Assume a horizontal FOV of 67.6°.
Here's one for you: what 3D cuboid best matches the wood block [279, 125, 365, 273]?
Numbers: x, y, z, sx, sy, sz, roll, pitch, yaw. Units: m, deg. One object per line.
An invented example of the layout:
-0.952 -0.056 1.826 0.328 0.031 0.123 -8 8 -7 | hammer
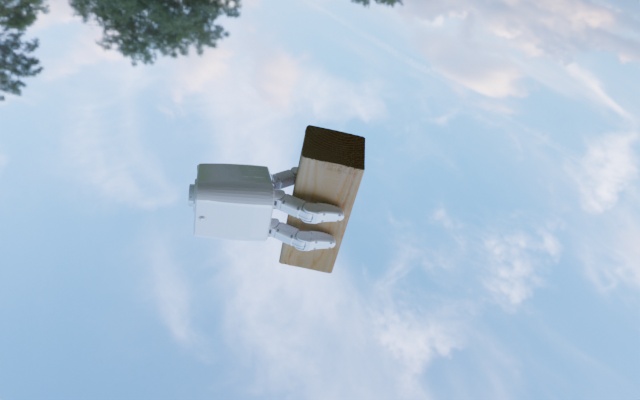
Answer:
0.000 0.002 0.729 0.090 0.206 0.090 12 38 -4 | wood block
